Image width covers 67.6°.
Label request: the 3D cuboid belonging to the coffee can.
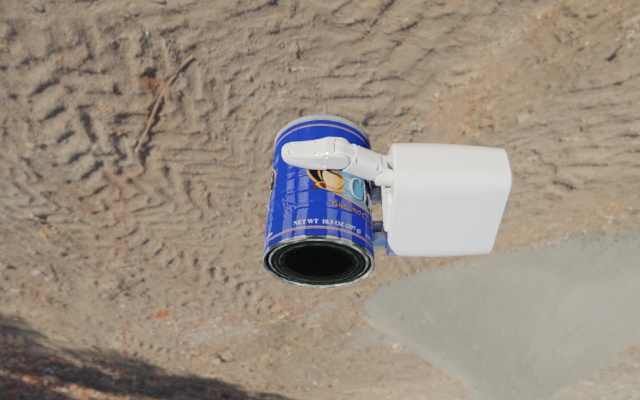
[{"bbox_3d":[0.000,0.001,0.471,0.103,0.140,0.103,1,-34,1],"label":"coffee can"}]
